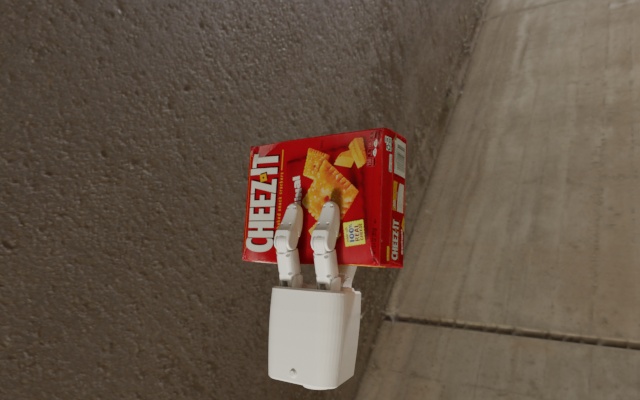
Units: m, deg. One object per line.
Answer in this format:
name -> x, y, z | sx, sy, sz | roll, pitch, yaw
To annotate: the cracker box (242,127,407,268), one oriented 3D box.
cracker box -> 0.000, 0.002, 0.619 | 0.213, 0.164, 0.072 | -3, -11, 34
